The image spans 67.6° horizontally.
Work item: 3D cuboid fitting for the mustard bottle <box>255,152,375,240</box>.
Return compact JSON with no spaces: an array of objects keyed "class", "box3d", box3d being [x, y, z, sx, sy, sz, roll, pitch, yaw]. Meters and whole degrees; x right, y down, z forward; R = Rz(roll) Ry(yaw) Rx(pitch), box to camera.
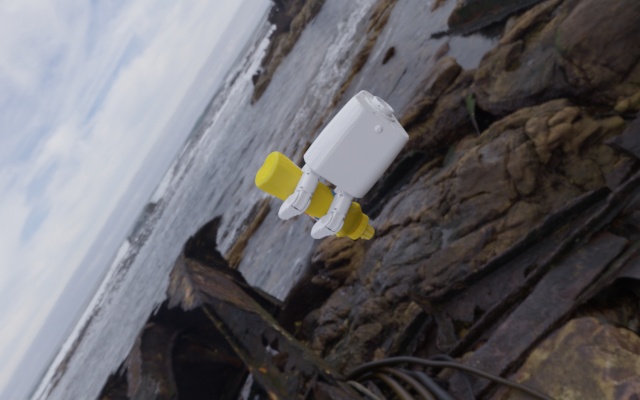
[{"class":"mustard bottle","box3d":[0.000,0.002,0.695,0.192,0.058,0.096,32,0,-17]}]
